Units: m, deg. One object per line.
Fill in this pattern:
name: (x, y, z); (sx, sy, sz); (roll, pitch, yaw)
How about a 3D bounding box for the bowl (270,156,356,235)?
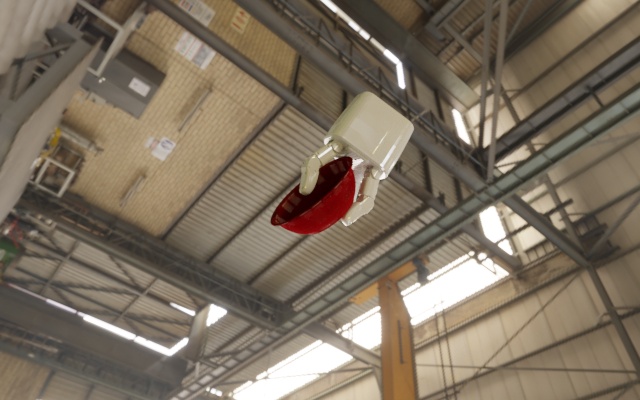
bowl: (-0.001, 0.004, 0.748); (0.162, 0.055, 0.162); (-35, 17, 12)
